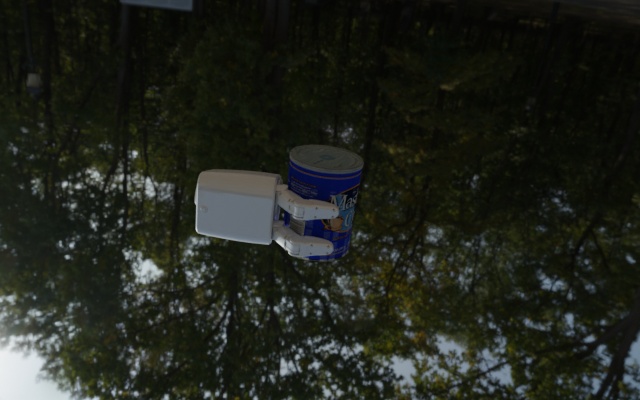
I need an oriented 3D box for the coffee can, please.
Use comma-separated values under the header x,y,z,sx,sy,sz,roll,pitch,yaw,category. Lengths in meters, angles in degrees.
x,y,z,sx,sy,sz,roll,pitch,yaw,category
0.000,0.002,0.685,0.103,0.140,0.102,7,23,-3,coffee can
